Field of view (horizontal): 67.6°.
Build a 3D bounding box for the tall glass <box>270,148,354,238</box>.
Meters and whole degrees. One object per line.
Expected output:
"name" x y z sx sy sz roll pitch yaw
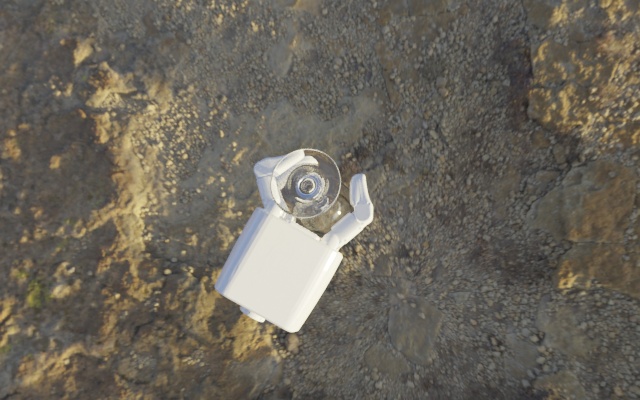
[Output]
"tall glass" 0.000 0.002 0.586 0.079 0.079 0.201 0 -11 10
